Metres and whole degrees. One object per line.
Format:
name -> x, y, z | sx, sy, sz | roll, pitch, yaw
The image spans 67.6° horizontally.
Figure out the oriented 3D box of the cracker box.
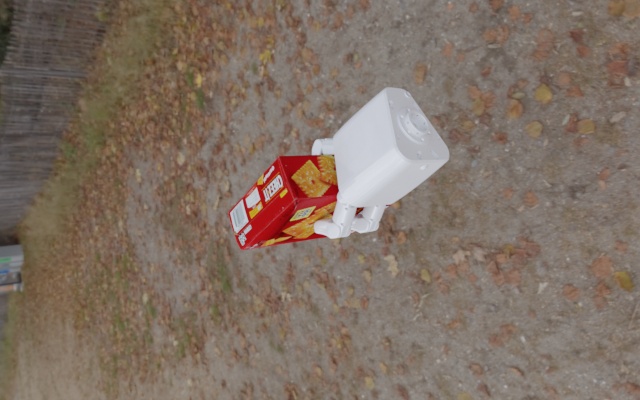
cracker box -> 0.000, 0.002, 0.688 | 0.213, 0.072, 0.164 | -5, -24, -38
